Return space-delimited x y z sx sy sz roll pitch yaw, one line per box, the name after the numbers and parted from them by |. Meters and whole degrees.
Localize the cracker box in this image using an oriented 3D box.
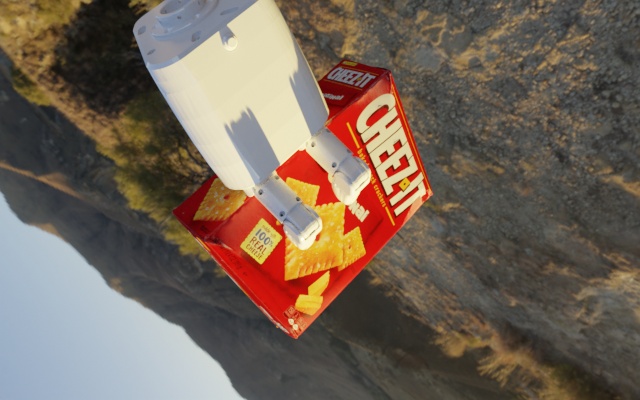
0.000 0.002 0.448 0.072 0.213 0.164 30 -22 45 | cracker box
